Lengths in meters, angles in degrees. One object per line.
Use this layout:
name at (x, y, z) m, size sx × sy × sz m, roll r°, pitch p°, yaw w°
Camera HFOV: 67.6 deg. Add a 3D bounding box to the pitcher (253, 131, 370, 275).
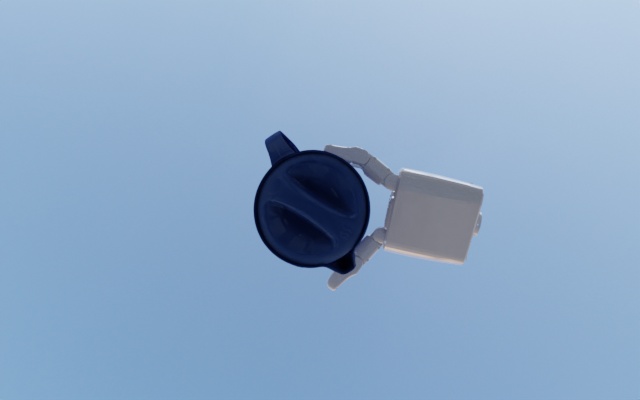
pitcher at (0.000, 0.002, 0.647) m, size 0.145 × 0.149 × 0.243 m, roll 13°, pitch 1°, yaw 8°
